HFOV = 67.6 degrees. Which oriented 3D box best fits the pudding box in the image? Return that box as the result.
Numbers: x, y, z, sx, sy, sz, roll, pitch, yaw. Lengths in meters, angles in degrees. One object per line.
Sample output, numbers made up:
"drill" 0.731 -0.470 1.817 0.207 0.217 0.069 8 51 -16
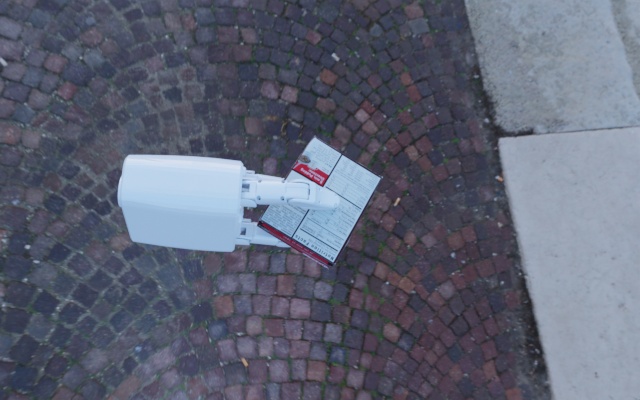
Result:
"pudding box" 0.000 0.002 0.501 0.090 0.113 0.039 32 -16 -2
